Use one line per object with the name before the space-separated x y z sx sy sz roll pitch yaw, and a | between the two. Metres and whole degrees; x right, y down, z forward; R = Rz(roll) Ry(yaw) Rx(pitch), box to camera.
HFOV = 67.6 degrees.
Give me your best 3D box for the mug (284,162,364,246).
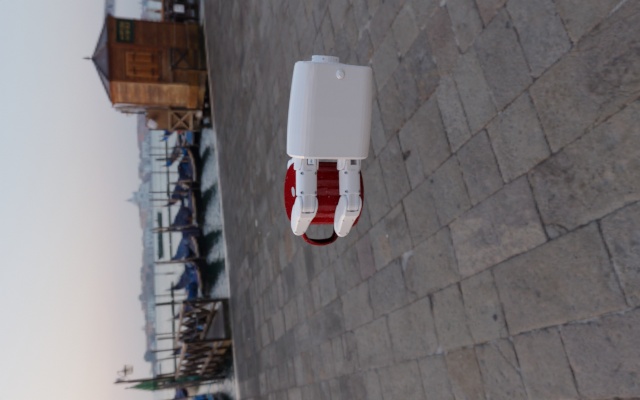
mug | 0.000 0.003 0.627 0.081 0.117 0.093 0 12 -20
